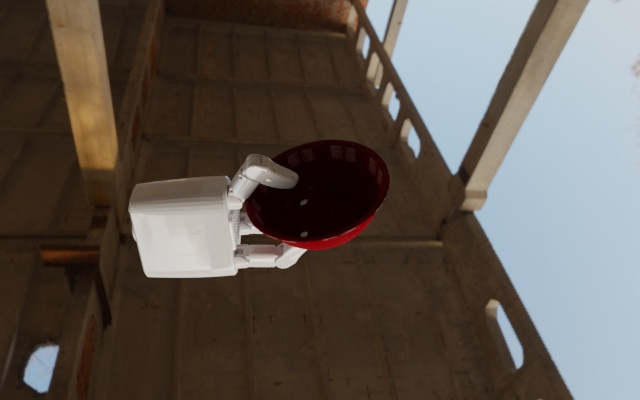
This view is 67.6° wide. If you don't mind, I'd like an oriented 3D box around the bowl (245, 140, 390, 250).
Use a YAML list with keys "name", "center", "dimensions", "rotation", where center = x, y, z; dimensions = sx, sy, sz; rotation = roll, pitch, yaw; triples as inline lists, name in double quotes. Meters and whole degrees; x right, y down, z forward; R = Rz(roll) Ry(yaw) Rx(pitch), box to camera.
- name: "bowl"
  center: [0.001, 0.002, 0.538]
  dimensions: [0.162, 0.055, 0.162]
  rotation: [-9, 43, 8]
